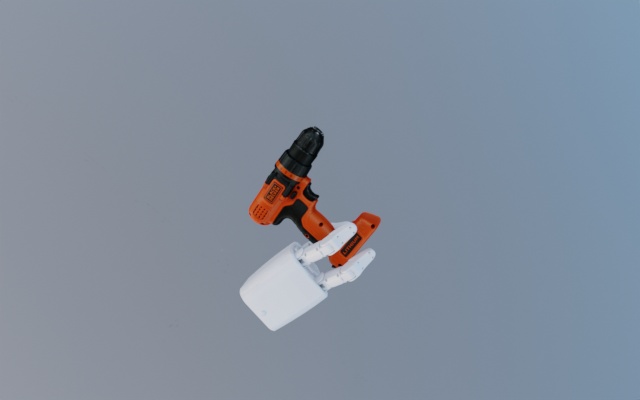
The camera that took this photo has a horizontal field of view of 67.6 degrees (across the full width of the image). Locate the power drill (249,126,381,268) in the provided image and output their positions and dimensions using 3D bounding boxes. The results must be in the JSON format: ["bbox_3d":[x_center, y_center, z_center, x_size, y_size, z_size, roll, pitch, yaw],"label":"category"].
[{"bbox_3d":[0.000,0.003,0.753,0.187,0.184,0.057,38,22,4],"label":"power drill"}]
